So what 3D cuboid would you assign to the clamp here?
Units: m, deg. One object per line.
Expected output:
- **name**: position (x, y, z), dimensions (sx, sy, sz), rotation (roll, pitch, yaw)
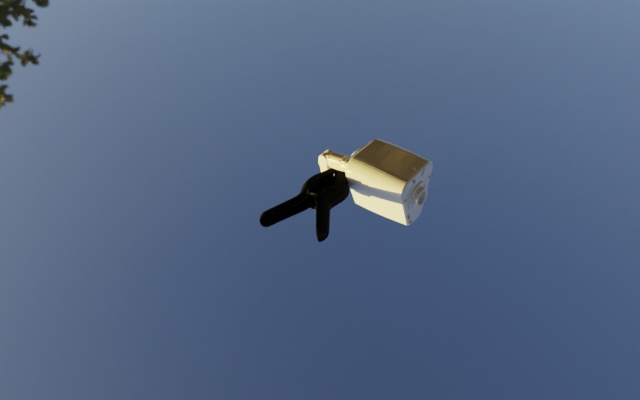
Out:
- **clamp**: position (0.000, 0.003, 0.750), dimensions (0.120, 0.039, 0.171), rotation (25, 52, 33)
